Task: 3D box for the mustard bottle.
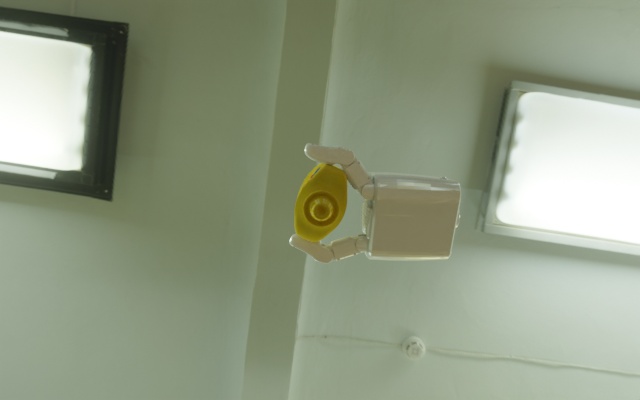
[{"bbox_3d":[0.000,0.002,0.601,0.058,0.096,0.191,25,5,-4],"label":"mustard bottle"}]
